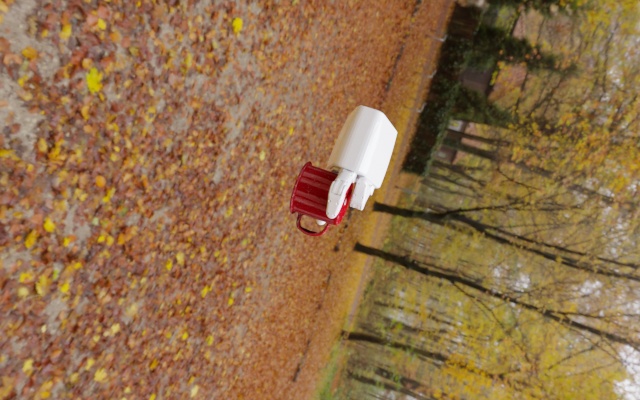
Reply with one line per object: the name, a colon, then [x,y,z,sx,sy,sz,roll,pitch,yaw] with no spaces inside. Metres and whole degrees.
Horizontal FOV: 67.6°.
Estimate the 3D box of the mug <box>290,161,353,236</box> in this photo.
mug: [0.000,0.004,0.789,0.081,0.117,0.093,19,-4,11]
